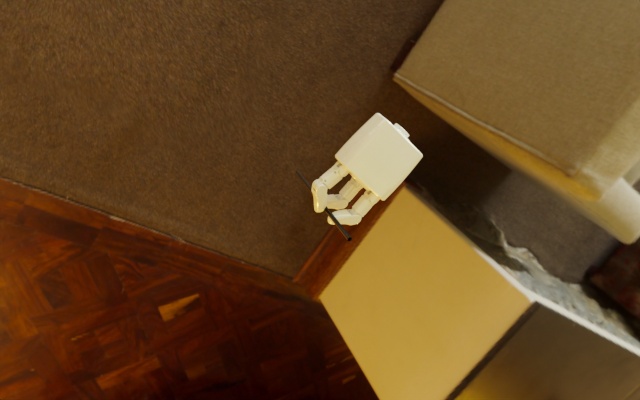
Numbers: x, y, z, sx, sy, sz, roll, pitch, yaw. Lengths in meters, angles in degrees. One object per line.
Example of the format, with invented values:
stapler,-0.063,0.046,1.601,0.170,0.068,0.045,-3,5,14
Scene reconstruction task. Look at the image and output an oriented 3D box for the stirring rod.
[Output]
stirring rod,0.000,0.003,0.860,0.011,0.011,0.239,0,30,-27
